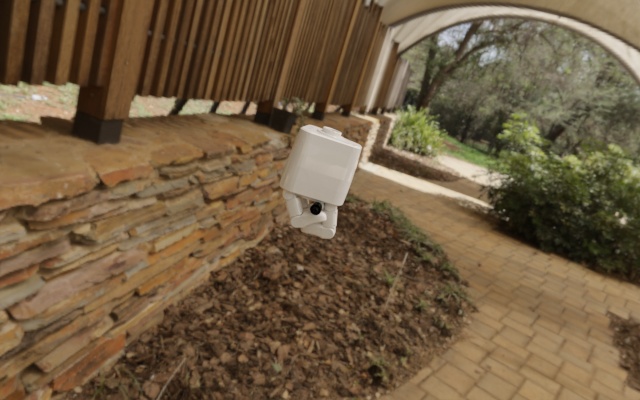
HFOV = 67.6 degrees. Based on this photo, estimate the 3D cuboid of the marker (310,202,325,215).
[{"bbox_3d":[0.000,0.003,0.825,0.020,0.020,0.121,0,13,9],"label":"marker"}]
